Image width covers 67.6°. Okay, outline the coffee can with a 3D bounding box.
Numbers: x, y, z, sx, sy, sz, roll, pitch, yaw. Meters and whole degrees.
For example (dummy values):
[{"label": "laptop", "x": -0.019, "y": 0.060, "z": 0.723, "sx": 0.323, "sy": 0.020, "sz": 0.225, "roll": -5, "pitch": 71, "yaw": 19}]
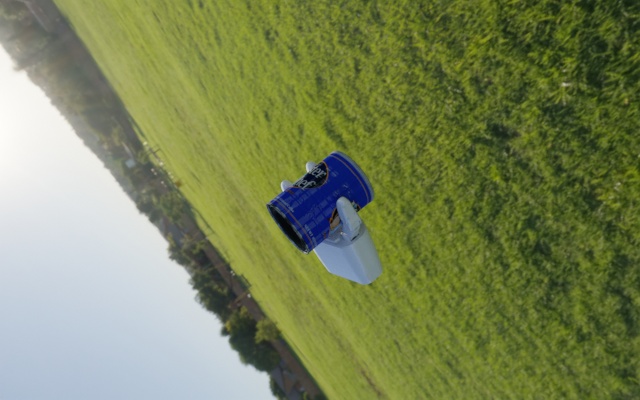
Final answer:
[{"label": "coffee can", "x": 0.000, "y": 0.002, "z": 0.758, "sx": 0.140, "sy": 0.103, "sz": 0.103, "roll": -39, "pitch": 11, "yaw": -14}]
